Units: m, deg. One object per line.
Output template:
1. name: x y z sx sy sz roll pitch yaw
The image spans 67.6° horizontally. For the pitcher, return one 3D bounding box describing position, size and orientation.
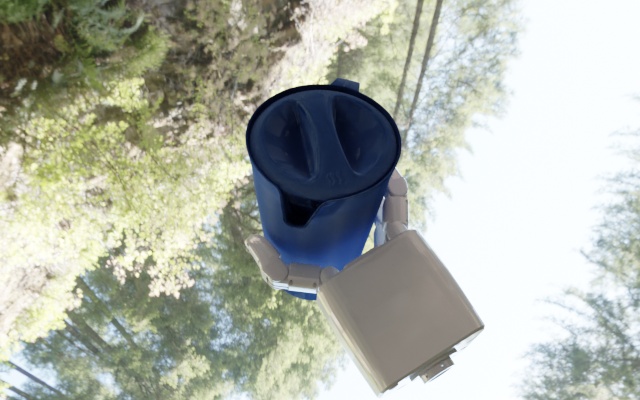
1. pitcher: 0.000 0.002 0.506 0.149 0.145 0.243 -24 -29 -19
